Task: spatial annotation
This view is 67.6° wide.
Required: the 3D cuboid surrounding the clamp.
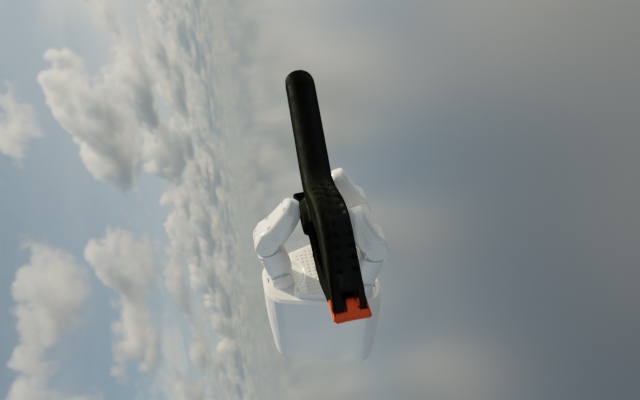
[{"bbox_3d":[-0.001,0.002,0.400,0.036,0.165,0.209,-10,41,-7],"label":"clamp"}]
